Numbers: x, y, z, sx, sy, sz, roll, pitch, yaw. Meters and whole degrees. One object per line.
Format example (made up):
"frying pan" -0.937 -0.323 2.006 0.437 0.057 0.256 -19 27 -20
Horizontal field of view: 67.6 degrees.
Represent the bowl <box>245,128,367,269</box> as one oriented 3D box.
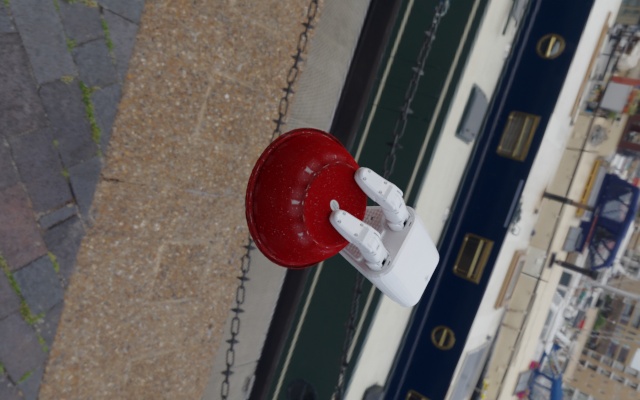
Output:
"bowl" -0.001 0.001 0.522 0.162 0.162 0.055 0 7 -40
